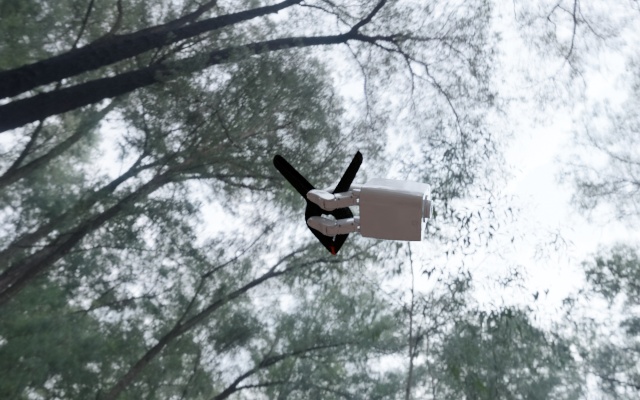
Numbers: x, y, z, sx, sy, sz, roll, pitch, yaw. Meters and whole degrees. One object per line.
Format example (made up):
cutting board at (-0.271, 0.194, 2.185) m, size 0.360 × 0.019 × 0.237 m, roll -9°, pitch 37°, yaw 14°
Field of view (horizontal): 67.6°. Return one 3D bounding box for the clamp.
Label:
clamp at (0.001, 0.003, 0.863) m, size 0.164 × 0.210 × 0.036 m, roll 6°, pitch 31°, yaw 20°
